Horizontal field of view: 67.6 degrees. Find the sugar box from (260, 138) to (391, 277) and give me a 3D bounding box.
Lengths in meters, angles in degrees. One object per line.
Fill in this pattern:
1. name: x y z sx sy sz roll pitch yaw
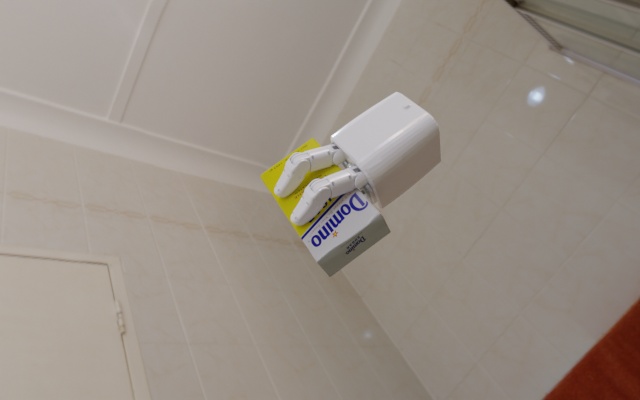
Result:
1. sugar box: 0.000 0.002 0.601 0.176 0.093 0.048 51 -3 45
